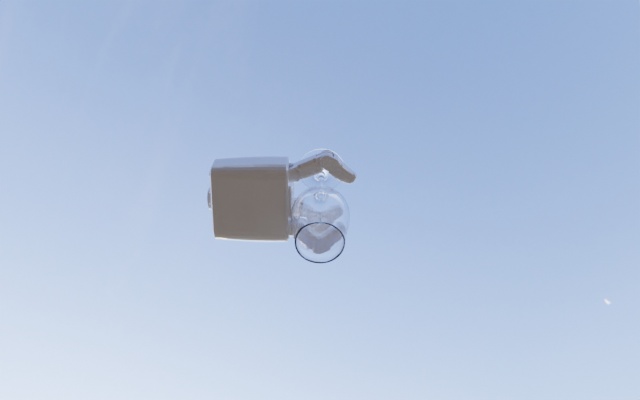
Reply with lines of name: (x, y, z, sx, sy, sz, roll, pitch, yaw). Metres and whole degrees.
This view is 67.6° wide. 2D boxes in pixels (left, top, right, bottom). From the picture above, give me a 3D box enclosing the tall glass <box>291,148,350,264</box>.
tall glass: (0.000, 0.002, 0.661, 0.079, 0.079, 0.201, 0, 30, 0)
